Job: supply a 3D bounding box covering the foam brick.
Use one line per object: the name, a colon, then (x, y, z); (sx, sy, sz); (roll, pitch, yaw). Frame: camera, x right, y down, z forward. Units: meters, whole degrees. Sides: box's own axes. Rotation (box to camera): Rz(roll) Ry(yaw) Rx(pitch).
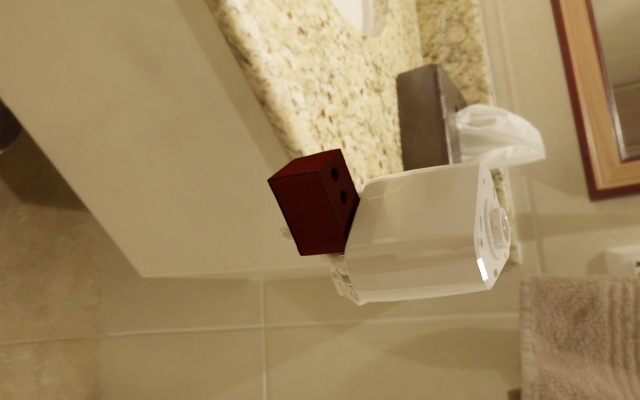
foam brick: (0.000, 0.001, 0.418); (0.051, 0.078, 0.053); (-11, 22, 32)
